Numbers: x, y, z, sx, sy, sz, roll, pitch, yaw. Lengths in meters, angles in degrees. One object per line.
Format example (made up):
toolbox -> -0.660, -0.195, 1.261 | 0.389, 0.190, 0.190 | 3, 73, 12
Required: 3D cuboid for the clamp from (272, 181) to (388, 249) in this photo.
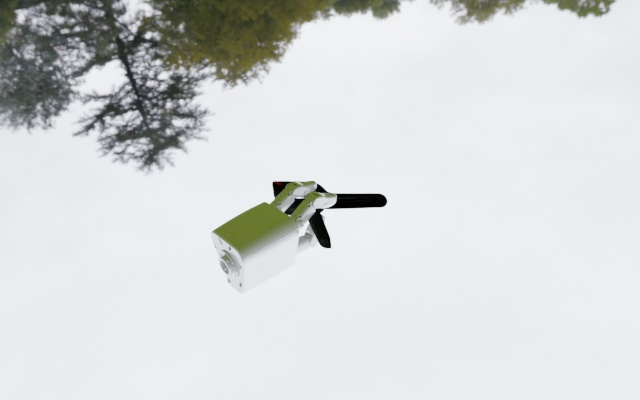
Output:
clamp -> 0.000, 0.003, 0.839 | 0.164, 0.036, 0.210 | -27, 38, -34
